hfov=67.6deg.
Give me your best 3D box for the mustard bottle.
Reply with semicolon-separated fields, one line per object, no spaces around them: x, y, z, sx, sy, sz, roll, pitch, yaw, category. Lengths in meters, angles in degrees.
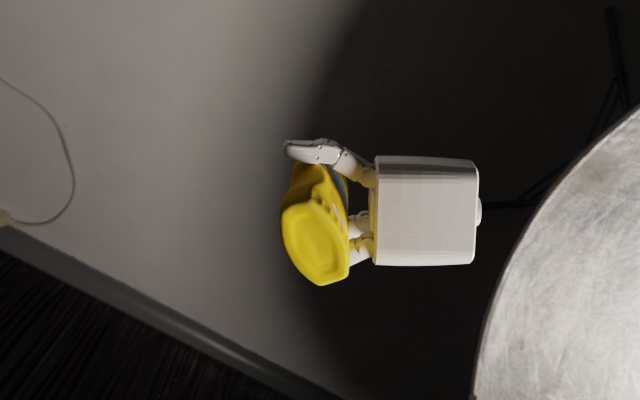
0.000;0.002;0.527;0.058;0.096;0.191;-22;22;13;mustard bottle
